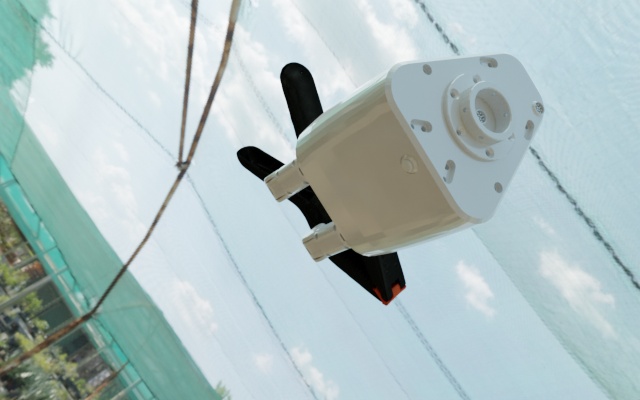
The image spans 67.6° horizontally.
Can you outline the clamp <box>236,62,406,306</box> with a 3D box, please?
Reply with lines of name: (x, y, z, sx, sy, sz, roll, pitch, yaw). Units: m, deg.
clamp: (0.001, 0.001, 0.430, 0.036, 0.210, 0.164, -35, 4, -28)
